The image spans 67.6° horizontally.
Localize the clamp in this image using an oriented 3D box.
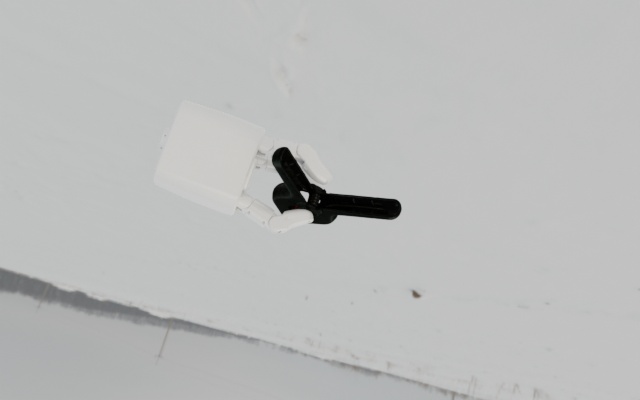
[{"bbox_3d":[-0.001,0.003,0.624,0.164,0.036,0.210,23,-19,-8],"label":"clamp"}]
